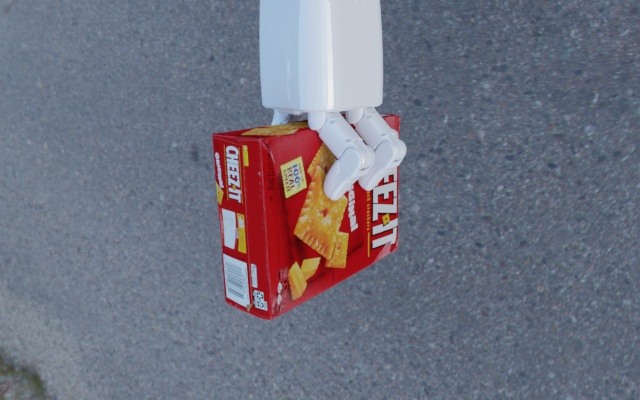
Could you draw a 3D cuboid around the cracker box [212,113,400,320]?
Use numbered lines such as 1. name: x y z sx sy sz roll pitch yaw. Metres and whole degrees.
1. cracker box: 0.000 0.002 0.485 0.072 0.164 0.213 12 21 39
